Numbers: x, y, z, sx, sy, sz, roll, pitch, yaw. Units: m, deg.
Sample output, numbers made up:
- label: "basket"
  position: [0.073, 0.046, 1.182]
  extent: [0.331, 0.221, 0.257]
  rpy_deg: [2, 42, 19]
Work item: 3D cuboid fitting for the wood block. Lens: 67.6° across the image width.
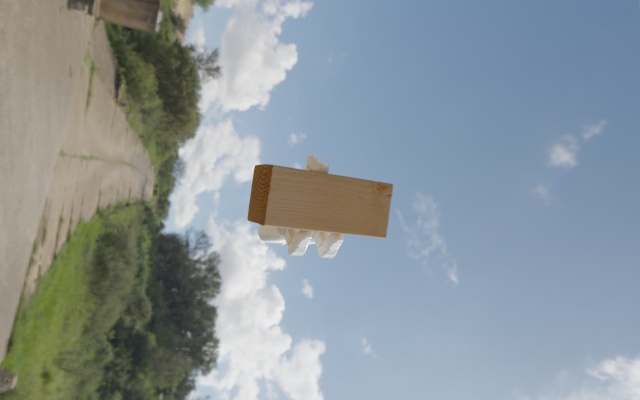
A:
- label: "wood block"
  position: [0.000, 0.002, 0.757]
  extent: [0.206, 0.091, 0.090]
  rpy_deg: [7, 0, -25]
